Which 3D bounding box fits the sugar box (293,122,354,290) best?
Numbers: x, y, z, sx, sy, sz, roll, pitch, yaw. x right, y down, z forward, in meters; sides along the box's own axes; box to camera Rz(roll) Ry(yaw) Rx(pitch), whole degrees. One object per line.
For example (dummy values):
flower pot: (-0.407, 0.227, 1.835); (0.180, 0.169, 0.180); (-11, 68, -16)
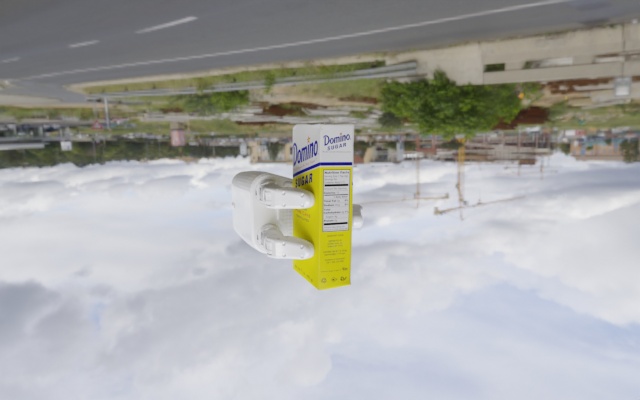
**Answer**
sugar box: (0.000, 0.002, 0.536); (0.048, 0.176, 0.093); (-5, 9, -21)
